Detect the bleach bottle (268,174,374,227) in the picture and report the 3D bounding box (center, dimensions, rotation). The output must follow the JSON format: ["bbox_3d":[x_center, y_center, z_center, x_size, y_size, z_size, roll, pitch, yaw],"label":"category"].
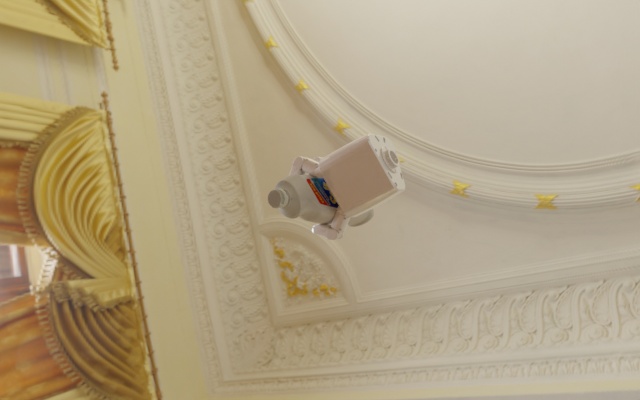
[{"bbox_3d":[0.000,0.003,0.859,0.068,0.102,0.251,-28,-14,32],"label":"bleach bottle"}]
